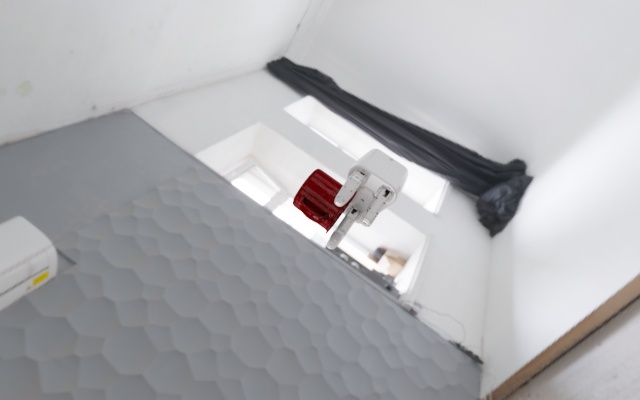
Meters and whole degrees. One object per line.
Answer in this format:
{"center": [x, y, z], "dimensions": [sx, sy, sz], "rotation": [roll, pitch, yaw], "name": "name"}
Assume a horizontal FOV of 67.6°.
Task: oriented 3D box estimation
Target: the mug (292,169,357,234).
{"center": [-0.001, 0.003, 0.827], "dimensions": [0.081, 0.093, 0.117], "rotation": [36, 34, 5], "name": "mug"}
